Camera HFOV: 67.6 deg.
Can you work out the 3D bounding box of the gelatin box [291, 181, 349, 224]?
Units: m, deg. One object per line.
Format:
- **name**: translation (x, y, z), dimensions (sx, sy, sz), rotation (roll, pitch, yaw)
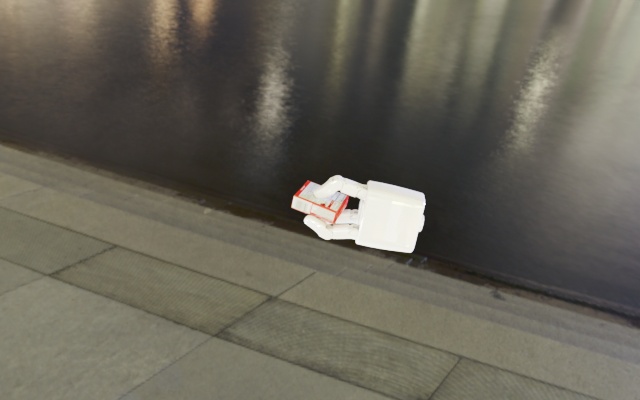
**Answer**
- **gelatin box**: translation (0.000, 0.002, 0.896), dimensions (0.089, 0.030, 0.073), rotation (22, 31, 10)
